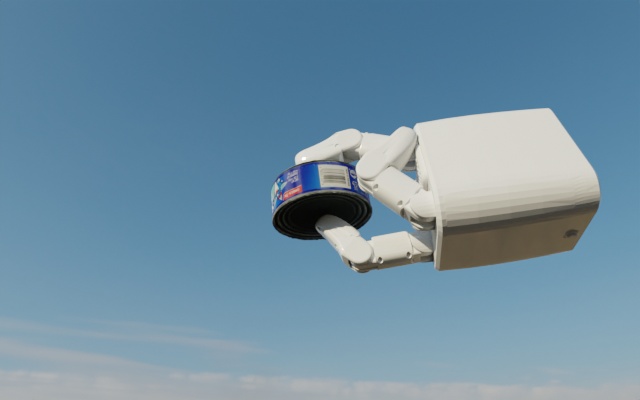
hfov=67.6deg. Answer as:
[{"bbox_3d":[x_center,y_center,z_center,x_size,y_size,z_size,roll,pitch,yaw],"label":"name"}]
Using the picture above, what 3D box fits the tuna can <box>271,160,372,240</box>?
[{"bbox_3d":[0.000,0.001,0.414,0.086,0.033,0.086,-6,-30,-3],"label":"tuna can"}]
